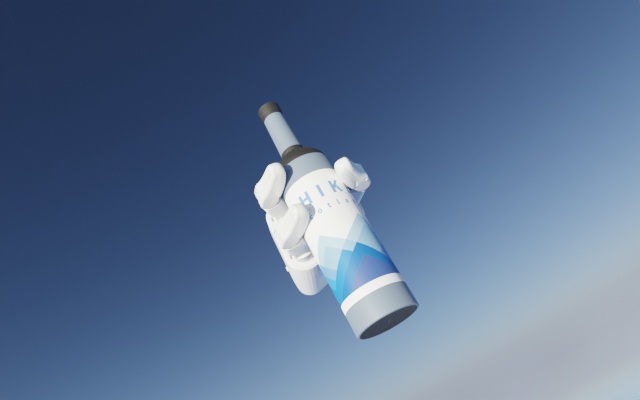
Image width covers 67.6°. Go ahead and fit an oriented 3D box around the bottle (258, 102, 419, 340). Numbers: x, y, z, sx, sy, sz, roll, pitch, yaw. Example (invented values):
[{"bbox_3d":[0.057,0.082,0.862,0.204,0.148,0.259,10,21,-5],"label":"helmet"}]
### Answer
[{"bbox_3d":[0.000,0.002,0.518,0.069,0.295,0.069,-23,-29,-13],"label":"bottle"}]
